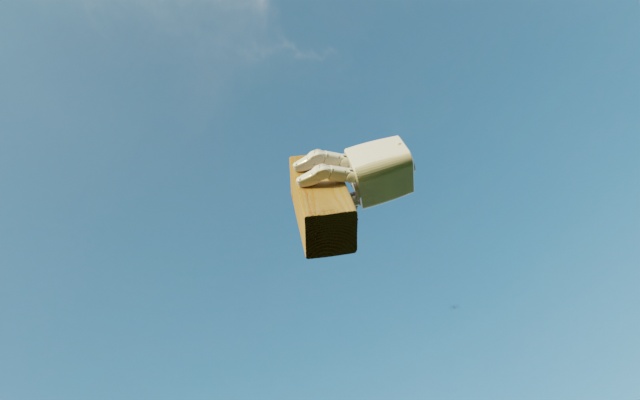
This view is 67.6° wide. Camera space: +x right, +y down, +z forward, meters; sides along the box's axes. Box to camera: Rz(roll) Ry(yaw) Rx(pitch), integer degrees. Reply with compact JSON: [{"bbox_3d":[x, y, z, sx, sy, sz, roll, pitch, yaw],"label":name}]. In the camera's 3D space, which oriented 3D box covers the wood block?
[{"bbox_3d":[0.001,0.003,0.868,0.090,0.091,0.206,-7,33,-7],"label":"wood block"}]
